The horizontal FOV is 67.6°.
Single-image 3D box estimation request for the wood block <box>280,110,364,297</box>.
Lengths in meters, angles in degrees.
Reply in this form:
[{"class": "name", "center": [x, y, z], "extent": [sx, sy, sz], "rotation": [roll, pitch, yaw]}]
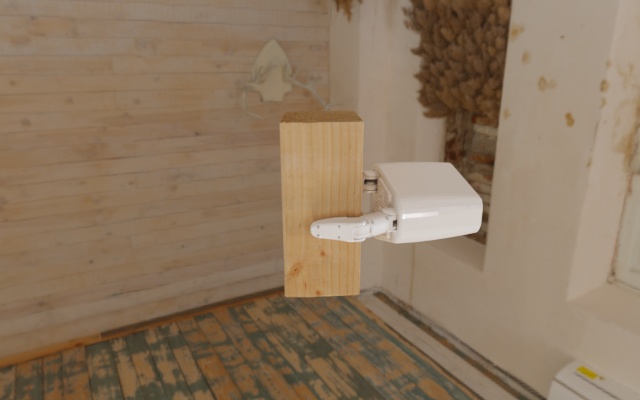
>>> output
[{"class": "wood block", "center": [0.001, 0.002, 0.571], "extent": [0.090, 0.206, 0.090], "rotation": [-1, 18, -2]}]
